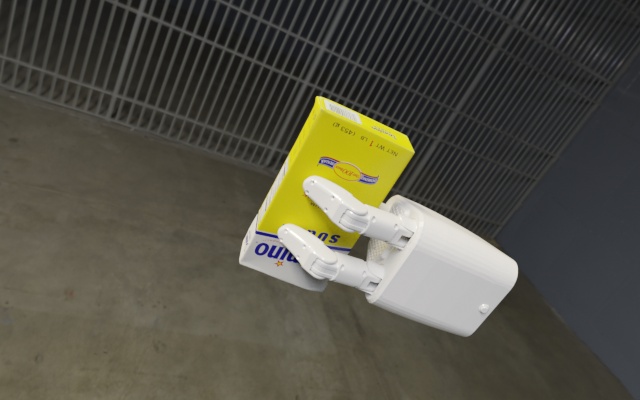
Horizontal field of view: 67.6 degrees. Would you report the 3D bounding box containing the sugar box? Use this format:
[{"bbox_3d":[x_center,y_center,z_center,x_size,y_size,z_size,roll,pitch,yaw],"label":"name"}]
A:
[{"bbox_3d":[0.000,0.002,0.447,0.093,0.176,0.048,23,25,-14],"label":"sugar box"}]
